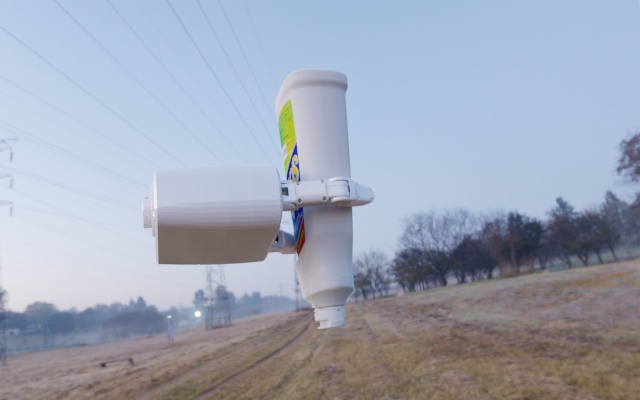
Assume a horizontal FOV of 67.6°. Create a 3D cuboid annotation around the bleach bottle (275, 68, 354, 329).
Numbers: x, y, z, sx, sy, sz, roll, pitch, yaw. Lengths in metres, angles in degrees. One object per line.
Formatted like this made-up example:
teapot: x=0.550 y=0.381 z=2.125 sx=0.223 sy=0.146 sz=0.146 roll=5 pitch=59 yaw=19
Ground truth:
bleach bottle: x=0.000 y=0.002 z=0.491 sx=0.068 sy=0.250 sz=0.102 roll=-2 pitch=-13 yaw=-17
